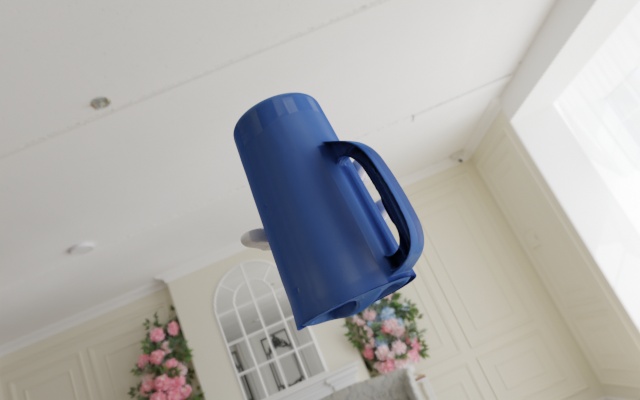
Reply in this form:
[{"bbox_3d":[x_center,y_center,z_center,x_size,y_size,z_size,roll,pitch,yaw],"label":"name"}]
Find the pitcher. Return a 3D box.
[{"bbox_3d":[0.000,0.002,0.516,0.149,0.242,0.145,-24,-18,-2],"label":"pitcher"}]
